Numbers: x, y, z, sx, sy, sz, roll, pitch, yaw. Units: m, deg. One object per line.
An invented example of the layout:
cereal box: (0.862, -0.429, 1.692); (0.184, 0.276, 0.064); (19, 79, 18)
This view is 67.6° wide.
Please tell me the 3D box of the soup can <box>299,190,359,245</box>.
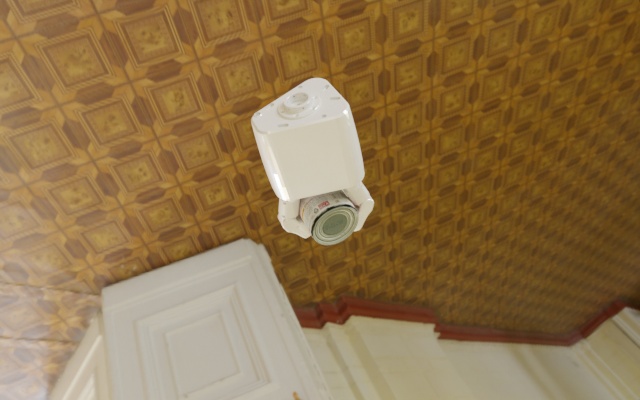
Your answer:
soup can: (0.000, 0.003, 0.641); (0.068, 0.068, 0.102); (0, 37, -30)
